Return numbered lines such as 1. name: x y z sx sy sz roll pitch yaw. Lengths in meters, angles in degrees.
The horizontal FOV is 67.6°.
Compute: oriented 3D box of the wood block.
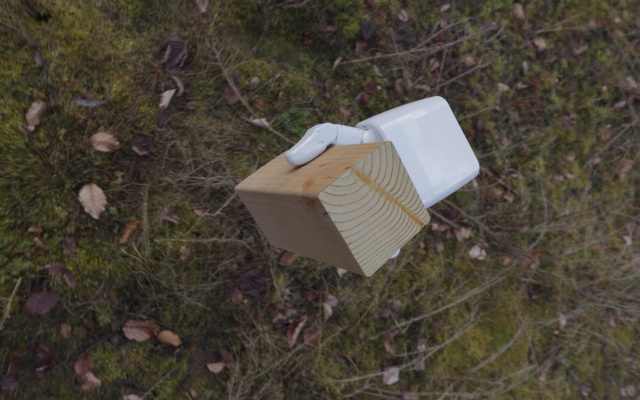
1. wood block: 0.000 0.001 0.503 0.090 0.091 0.206 -38 20 -22
